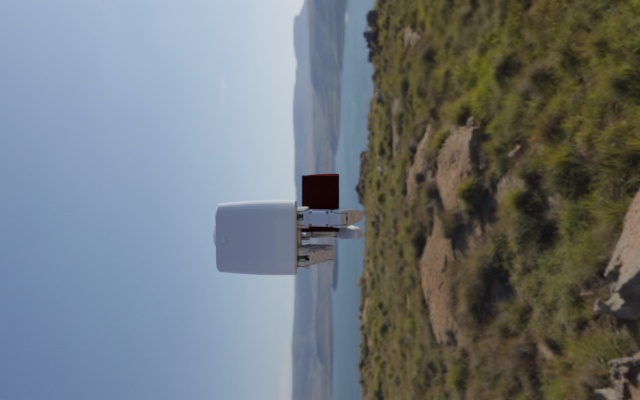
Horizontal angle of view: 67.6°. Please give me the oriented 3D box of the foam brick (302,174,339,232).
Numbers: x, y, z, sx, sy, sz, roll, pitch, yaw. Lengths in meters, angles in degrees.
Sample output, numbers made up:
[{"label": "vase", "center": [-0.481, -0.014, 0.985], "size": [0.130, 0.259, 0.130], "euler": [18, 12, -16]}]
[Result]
[{"label": "foam brick", "center": [0.000, 0.002, 0.658], "size": [0.051, 0.078, 0.053], "euler": [0, 4, 1]}]
